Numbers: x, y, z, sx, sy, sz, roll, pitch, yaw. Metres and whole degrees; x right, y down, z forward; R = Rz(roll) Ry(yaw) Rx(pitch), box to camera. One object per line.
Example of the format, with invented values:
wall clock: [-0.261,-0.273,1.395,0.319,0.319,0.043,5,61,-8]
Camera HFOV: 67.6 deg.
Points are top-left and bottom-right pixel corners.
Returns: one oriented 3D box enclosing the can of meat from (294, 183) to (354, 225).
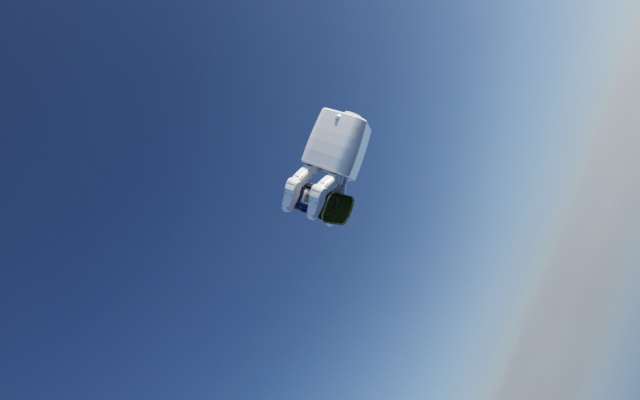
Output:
can of meat: [0.000,0.003,0.879,0.084,0.057,0.102,21,5,30]
